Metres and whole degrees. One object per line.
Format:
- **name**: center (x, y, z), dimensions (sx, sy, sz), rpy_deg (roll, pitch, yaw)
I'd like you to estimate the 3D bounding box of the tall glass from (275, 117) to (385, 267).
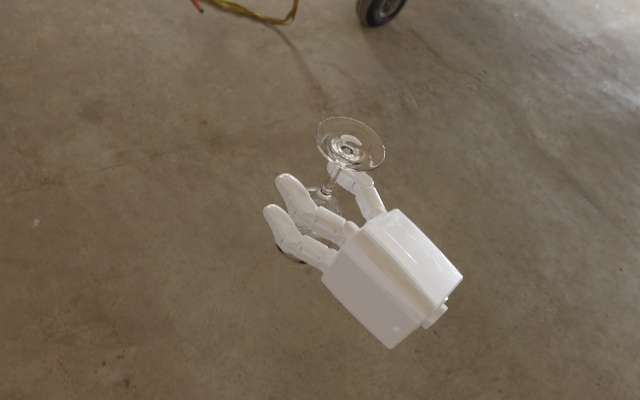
- **tall glass**: center (0.000, 0.001, 0.551), dimensions (0.079, 0.079, 0.201), rpy_deg (0, -36, -22)
